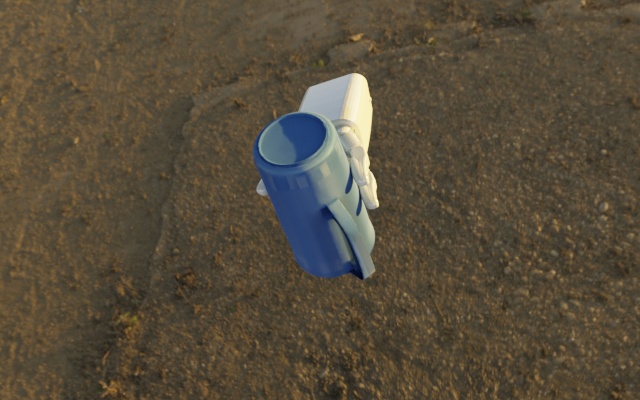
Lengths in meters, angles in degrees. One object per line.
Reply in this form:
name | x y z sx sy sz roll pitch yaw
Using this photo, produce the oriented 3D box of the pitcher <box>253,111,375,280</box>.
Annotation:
pitcher | 0.000 0.002 0.667 0.149 0.145 0.243 2 -36 18
